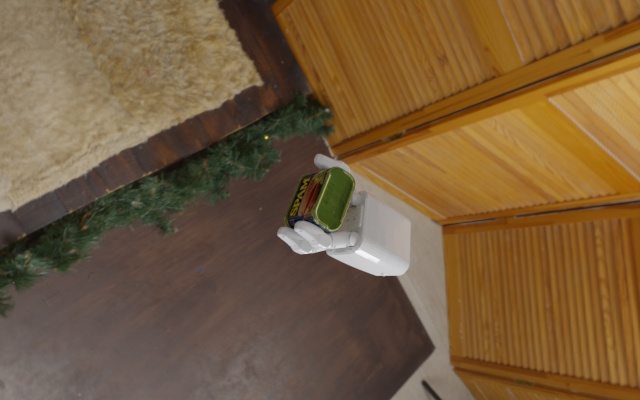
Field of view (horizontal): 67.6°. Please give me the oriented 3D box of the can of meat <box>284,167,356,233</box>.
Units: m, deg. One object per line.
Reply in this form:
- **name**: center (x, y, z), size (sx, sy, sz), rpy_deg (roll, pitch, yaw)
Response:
- **can of meat**: center (0.000, 0.002, 0.729), size (0.057, 0.102, 0.084), rpy_deg (32, -24, -25)
